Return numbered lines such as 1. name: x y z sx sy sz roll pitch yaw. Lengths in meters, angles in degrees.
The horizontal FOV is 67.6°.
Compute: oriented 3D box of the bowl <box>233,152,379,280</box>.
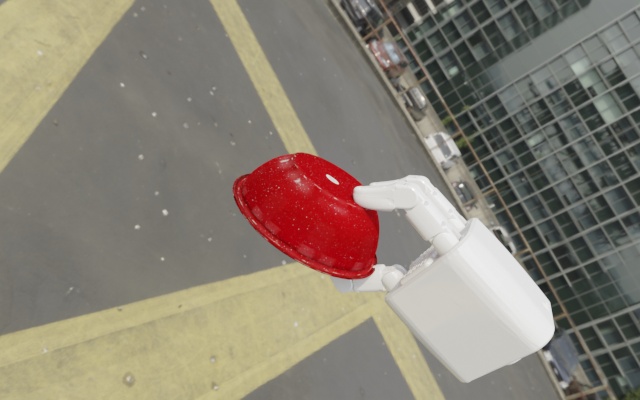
1. bowl: -0.001 0.000 0.460 0.162 0.055 0.162 28 20 -12
